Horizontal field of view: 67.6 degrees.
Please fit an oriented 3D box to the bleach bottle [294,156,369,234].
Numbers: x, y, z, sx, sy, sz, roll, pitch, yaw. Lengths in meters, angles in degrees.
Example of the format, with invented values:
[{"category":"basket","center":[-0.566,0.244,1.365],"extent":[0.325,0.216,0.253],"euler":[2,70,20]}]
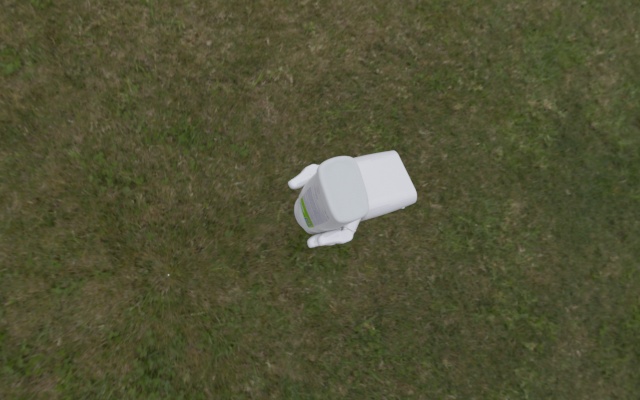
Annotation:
[{"category":"bleach bottle","center":[0.000,0.003,0.816],"extent":[0.068,0.102,0.251],"euler":[-16,-3,-19]}]
